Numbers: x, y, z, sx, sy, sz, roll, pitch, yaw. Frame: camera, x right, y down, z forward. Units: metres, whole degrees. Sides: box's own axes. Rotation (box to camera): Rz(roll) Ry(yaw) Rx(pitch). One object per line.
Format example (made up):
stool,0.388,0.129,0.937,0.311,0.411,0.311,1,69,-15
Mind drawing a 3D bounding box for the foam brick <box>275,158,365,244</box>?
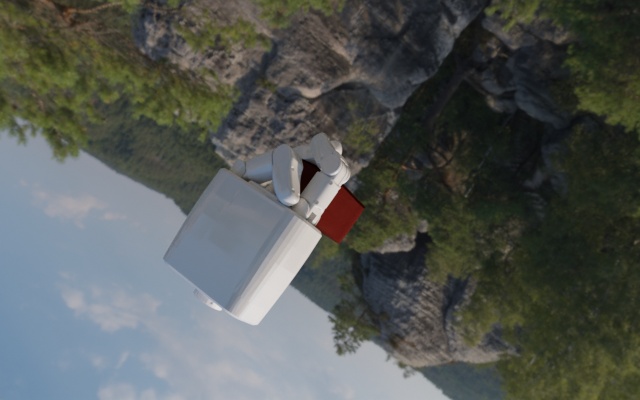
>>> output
foam brick,0.000,0.002,0.505,0.053,0.051,0.078,28,-9,39
